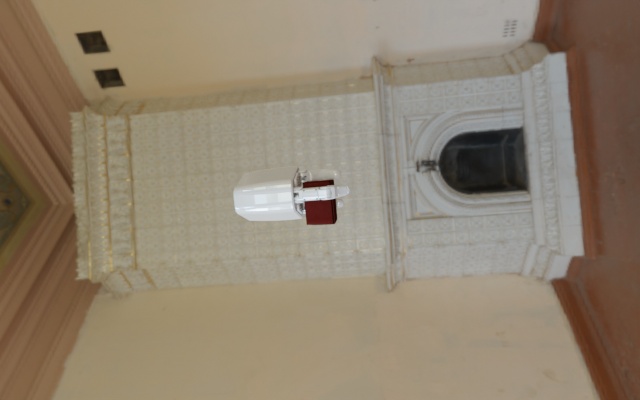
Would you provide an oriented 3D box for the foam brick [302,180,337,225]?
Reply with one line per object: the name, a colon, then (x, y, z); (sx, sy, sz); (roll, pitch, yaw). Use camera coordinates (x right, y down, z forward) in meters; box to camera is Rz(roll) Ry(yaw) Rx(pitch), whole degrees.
foam brick: (0.000, 0.003, 0.862); (0.051, 0.078, 0.053); (-5, 5, 8)
